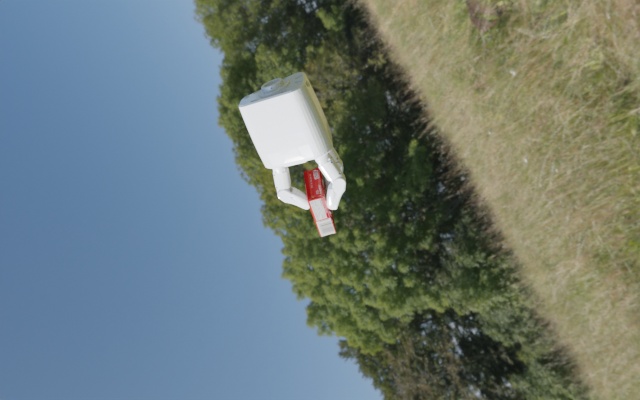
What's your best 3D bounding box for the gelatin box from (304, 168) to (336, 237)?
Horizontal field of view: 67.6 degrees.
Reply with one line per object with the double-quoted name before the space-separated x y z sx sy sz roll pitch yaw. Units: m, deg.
"gelatin box" 0.000 0.003 0.785 0.030 0.089 0.073 -14 41 5
